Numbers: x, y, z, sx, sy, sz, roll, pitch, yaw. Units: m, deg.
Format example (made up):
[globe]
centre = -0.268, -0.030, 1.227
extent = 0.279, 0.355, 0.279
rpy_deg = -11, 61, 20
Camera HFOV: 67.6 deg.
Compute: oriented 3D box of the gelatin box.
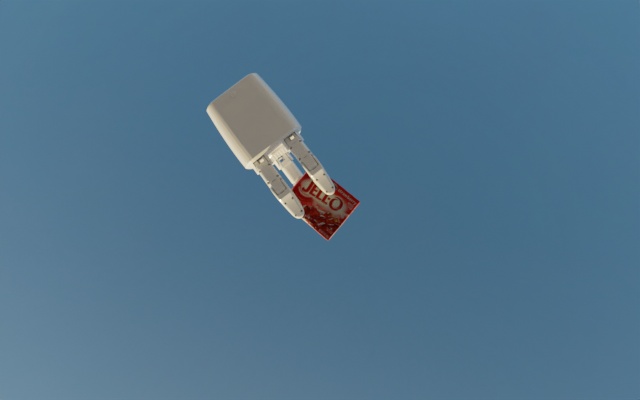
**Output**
[gelatin box]
centre = 0.000, 0.003, 0.693
extent = 0.089, 0.073, 0.030
rpy_deg = 40, -1, 0
